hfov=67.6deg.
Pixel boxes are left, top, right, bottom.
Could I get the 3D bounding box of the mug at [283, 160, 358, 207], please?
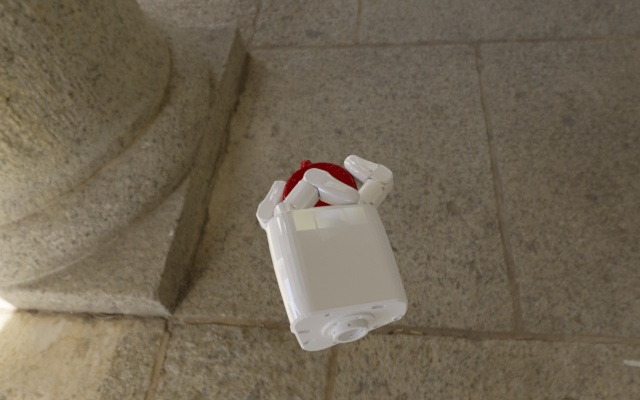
[{"bbox_3d":[0.000,0.001,0.548,0.093,0.117,0.082,-16,-35,-3],"label":"mug"}]
